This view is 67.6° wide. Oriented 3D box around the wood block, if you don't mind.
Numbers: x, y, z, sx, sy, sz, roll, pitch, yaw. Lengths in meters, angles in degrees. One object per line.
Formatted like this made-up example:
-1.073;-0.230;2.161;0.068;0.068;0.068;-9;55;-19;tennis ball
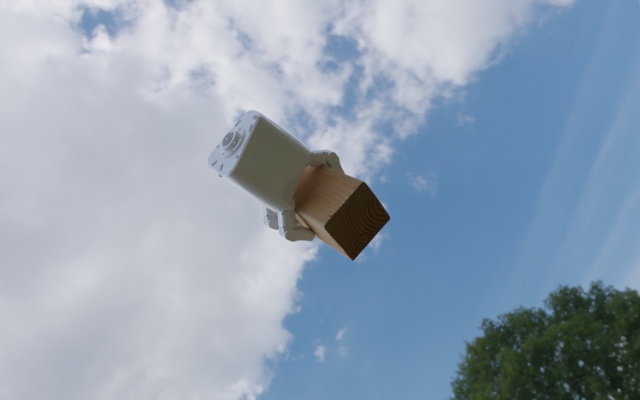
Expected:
0.000;0.002;0.767;0.206;0.091;0.090;28;-18;52;wood block
